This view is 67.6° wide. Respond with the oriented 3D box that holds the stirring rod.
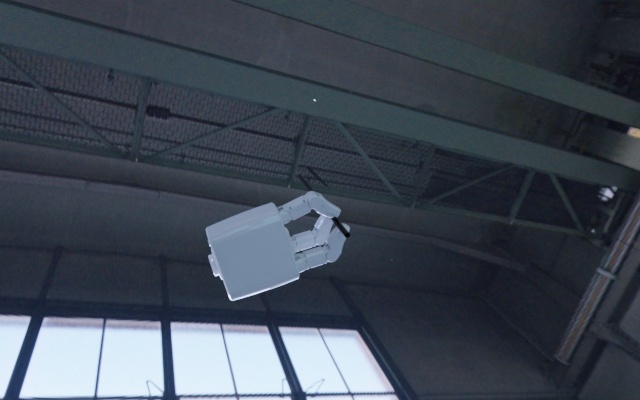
[{"bbox_3d":[0.000,0.003,0.775,0.011,0.011,0.239,0,23,-20],"label":"stirring rod"}]
